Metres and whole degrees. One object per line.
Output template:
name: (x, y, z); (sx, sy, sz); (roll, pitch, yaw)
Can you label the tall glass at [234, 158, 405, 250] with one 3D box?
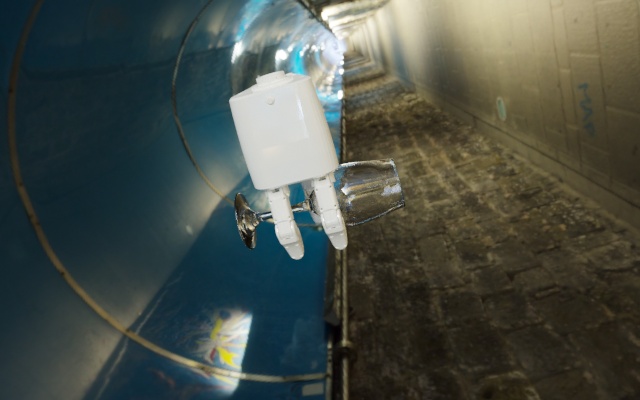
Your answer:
tall glass: (-0.001, 0.002, 0.594); (0.201, 0.079, 0.079); (-14, -2, 7)
